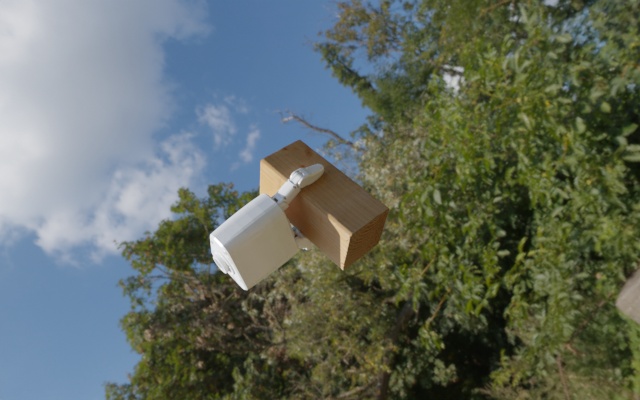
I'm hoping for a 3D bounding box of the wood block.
[{"bbox_3d":[0.000,0.002,0.783,0.090,0.091,0.206,-32,59,-32],"label":"wood block"}]
